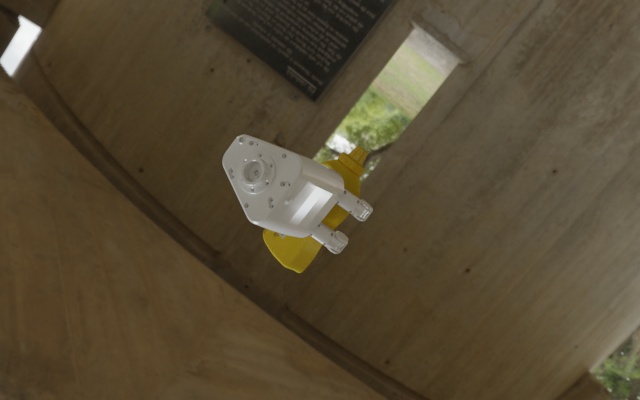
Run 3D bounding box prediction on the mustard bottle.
[{"bbox_3d":[0.000,0.003,0.676,0.058,0.191,0.096,31,12,-38],"label":"mustard bottle"}]
